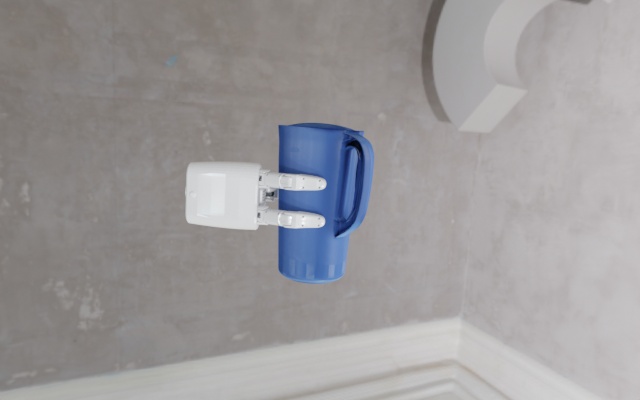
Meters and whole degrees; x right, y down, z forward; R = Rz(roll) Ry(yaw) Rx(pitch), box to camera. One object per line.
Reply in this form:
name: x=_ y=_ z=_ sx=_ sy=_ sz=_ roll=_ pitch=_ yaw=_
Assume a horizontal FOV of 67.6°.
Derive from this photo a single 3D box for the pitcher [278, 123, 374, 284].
pitcher: x=0.000 y=0.002 z=0.745 sx=0.145 sy=0.243 sz=0.149 roll=4 pitch=8 yaw=1
